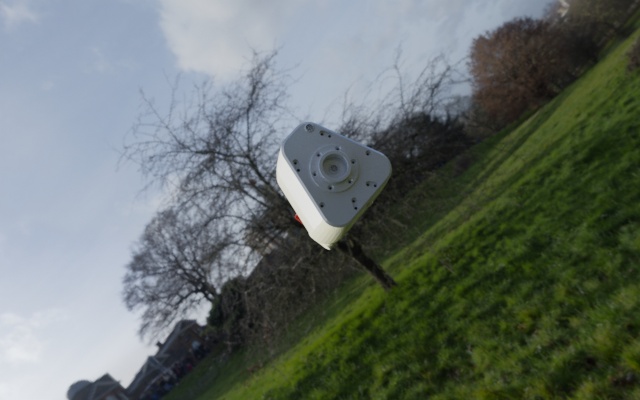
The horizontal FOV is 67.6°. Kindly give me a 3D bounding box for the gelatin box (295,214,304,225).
[{"bbox_3d":[0.000,0.002,0.654,0.030,0.073,0.089,40,0,-1],"label":"gelatin box"}]
